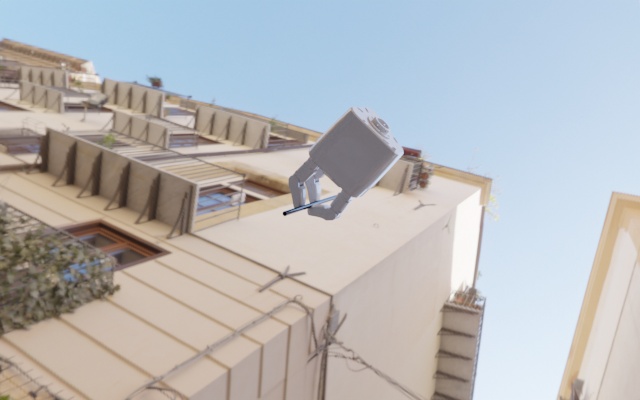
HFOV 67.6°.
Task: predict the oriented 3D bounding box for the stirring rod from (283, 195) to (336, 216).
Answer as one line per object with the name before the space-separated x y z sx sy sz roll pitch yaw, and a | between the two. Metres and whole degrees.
stirring rod | 0.000 0.003 0.861 0.011 0.011 0.239 0 9 29
